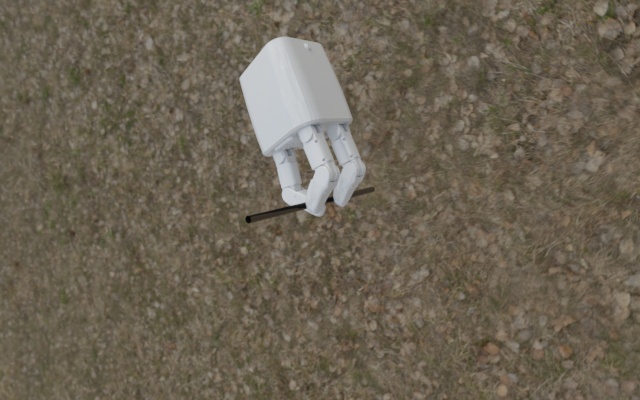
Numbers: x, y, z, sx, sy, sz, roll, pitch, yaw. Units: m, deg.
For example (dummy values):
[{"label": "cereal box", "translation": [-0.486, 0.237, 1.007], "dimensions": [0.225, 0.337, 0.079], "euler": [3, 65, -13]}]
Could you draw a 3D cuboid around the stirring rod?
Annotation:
[{"label": "stirring rod", "translation": [0.000, 0.002, 0.570], "dimensions": [0.011, 0.011, 0.239], "euler": [0, 8, 37]}]
